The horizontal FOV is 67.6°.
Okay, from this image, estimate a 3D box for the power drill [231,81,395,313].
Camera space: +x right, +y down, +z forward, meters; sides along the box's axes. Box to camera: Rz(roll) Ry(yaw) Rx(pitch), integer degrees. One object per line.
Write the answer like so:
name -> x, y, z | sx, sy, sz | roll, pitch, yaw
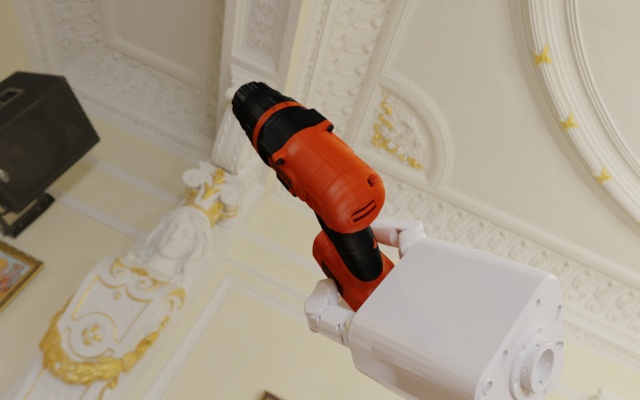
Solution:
power drill -> 0.000, 0.002, 0.402 | 0.057, 0.188, 0.184 | -34, 46, -7
